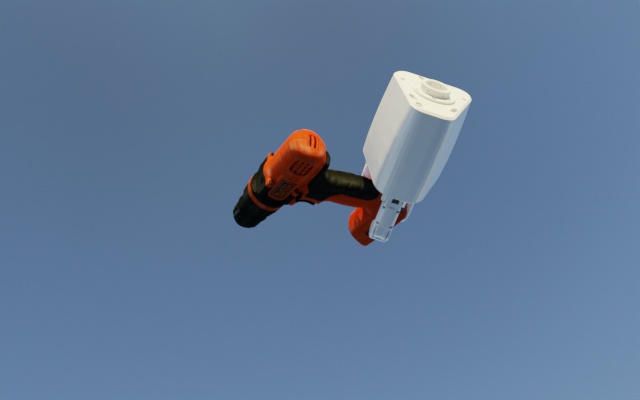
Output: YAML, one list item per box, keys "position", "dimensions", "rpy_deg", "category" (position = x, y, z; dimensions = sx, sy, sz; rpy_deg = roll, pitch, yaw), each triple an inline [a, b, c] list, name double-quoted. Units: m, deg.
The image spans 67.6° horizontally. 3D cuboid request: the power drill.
- position: [0.001, 0.002, 0.608]
  dimensions: [0.188, 0.057, 0.184]
  rpy_deg: [18, -38, -27]
  category: "power drill"
